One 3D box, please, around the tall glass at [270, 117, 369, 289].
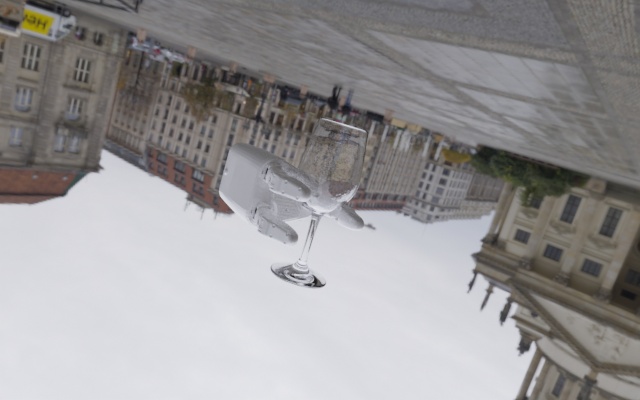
[{"bbox_3d":[0.000,0.003,0.592,0.079,0.201,0.079,17,11,-3],"label":"tall glass"}]
